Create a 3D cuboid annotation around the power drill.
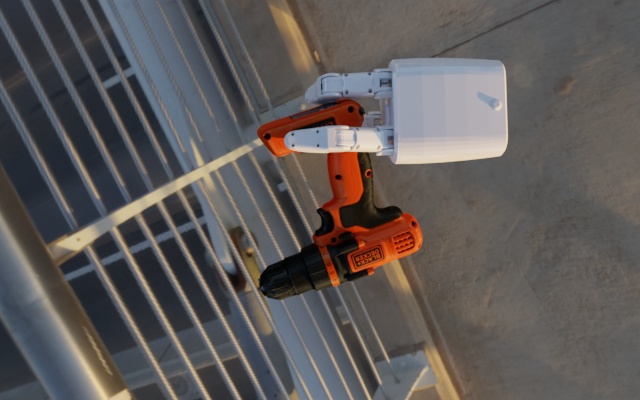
[{"bbox_3d":[0.000,0.001,0.499,0.184,0.188,0.057,-21,19,-5],"label":"power drill"}]
